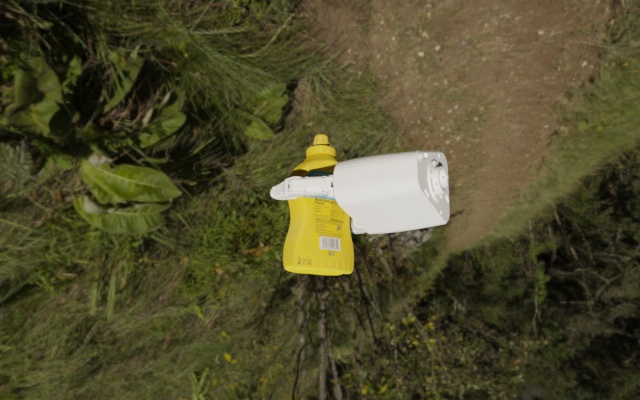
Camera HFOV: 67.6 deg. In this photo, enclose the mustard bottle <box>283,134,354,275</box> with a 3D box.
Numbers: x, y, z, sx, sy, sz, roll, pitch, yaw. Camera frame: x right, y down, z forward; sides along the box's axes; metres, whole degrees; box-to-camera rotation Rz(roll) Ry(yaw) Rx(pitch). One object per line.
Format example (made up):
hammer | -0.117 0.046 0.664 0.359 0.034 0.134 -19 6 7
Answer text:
mustard bottle | 0.000 0.002 0.648 0.096 0.191 0.058 10 -16 -31
